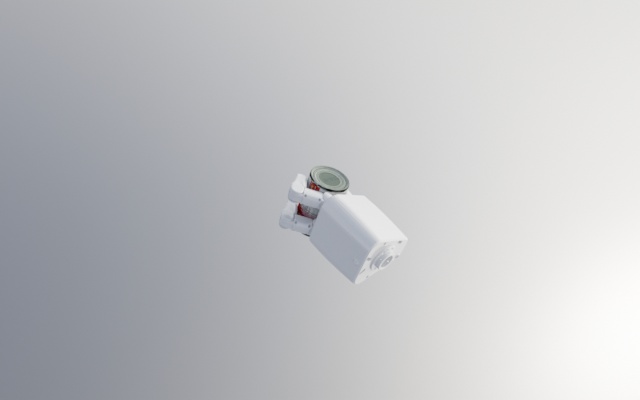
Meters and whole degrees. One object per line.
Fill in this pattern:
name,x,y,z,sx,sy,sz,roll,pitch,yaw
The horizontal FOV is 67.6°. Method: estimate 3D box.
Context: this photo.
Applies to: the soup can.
soup can,0.000,0.002,0.782,0.068,0.102,0.068,14,36,-10
